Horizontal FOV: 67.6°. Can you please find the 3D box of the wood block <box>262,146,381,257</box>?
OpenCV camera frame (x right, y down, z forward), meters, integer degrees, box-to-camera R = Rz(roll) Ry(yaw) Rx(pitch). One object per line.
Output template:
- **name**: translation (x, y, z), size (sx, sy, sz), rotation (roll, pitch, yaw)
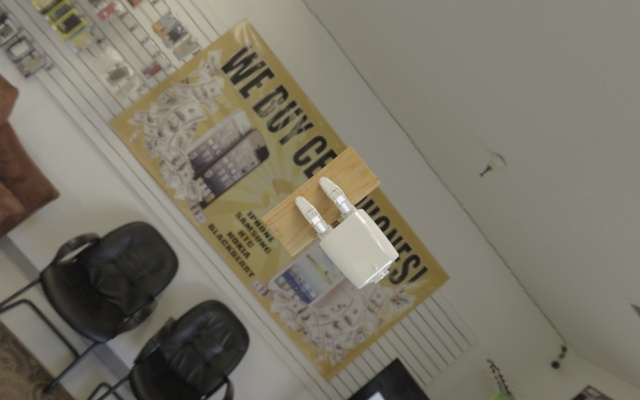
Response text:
- **wood block**: translation (0.000, 0.003, 0.889), size (0.206, 0.090, 0.091), rotation (-39, -2, -3)
